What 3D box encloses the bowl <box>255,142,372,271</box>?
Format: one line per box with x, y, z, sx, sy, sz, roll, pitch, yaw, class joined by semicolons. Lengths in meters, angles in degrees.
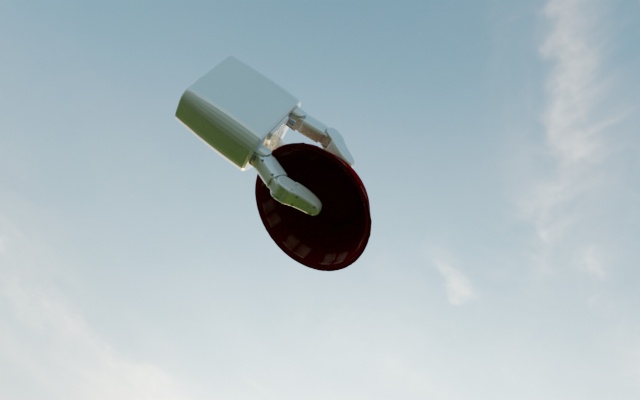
0.001;0.003;0.577;0.162;0.162;0.055;0;21;35;bowl
